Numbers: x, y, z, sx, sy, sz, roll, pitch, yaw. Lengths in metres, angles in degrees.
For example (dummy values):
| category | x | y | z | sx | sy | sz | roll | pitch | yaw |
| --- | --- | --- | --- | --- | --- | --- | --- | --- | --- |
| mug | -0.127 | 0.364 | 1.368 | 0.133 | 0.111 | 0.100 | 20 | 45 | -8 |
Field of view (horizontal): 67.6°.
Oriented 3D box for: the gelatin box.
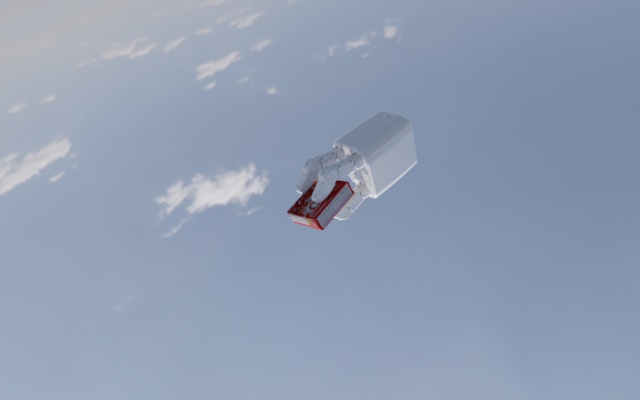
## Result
| category | x | y | z | sx | sy | sz | roll | pitch | yaw |
| --- | --- | --- | --- | --- | --- | --- | --- | --- | --- |
| gelatin box | 0.000 | 0.003 | 0.773 | 0.073 | 0.030 | 0.089 | 12 | 54 | 48 |
